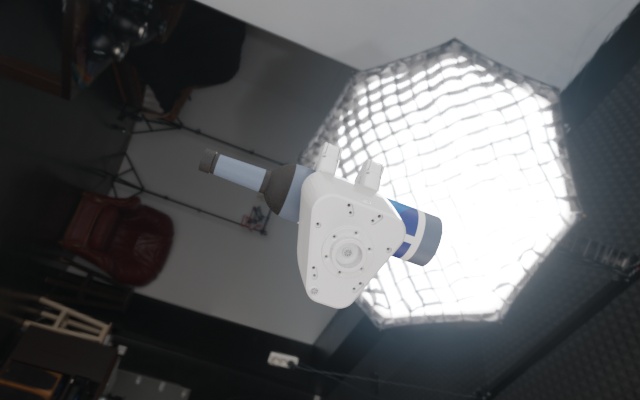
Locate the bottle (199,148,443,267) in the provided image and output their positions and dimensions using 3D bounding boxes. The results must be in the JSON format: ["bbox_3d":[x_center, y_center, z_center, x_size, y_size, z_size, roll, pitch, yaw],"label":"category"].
[{"bbox_3d":[0.000,0.002,0.575,0.296,0.069,0.069,20,-3,-9],"label":"bottle"}]
